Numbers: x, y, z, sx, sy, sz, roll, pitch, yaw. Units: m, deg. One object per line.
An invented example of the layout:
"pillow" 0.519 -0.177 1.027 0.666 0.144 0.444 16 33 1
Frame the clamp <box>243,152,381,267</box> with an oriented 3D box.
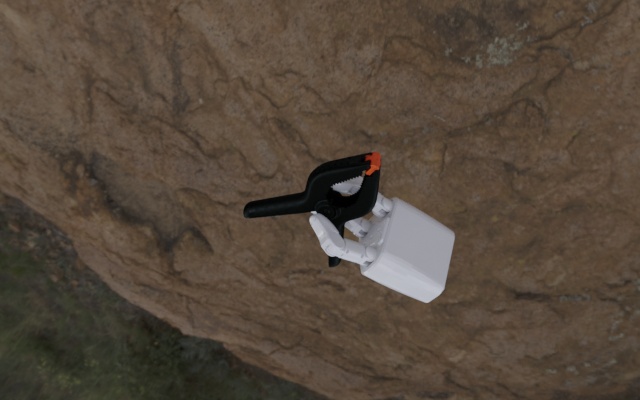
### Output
"clamp" 0.000 0.002 0.636 0.164 0.036 0.210 26 -47 -14
